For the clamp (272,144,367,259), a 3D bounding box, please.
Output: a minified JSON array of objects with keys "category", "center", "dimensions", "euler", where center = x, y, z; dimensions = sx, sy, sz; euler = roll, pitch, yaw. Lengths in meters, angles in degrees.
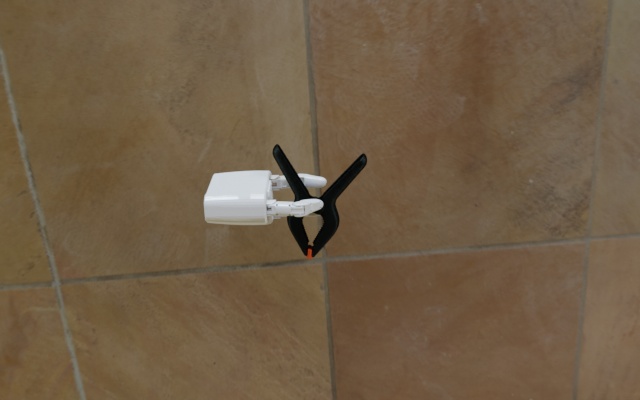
[{"category":"clamp","center":[0.000,0.004,0.854],"dimensions":[0.164,0.210,0.036],"euler":[0,16,3]}]
